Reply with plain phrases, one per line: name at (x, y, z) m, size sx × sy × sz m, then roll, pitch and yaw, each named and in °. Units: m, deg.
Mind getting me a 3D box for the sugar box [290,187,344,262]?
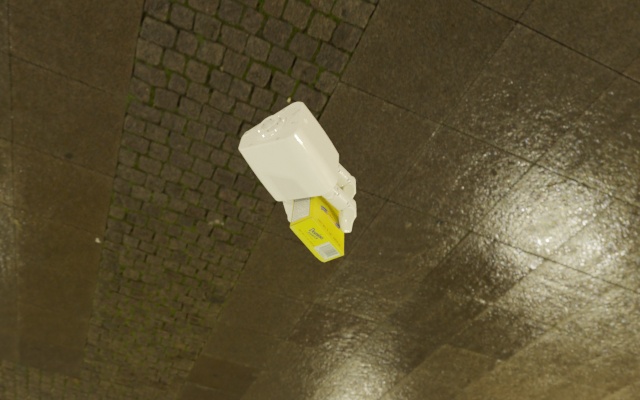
sugar box at (0.001, 0.002, 0.763) m, size 0.048 × 0.176 × 0.093 m, roll -22°, pitch -53°, yaw 24°
